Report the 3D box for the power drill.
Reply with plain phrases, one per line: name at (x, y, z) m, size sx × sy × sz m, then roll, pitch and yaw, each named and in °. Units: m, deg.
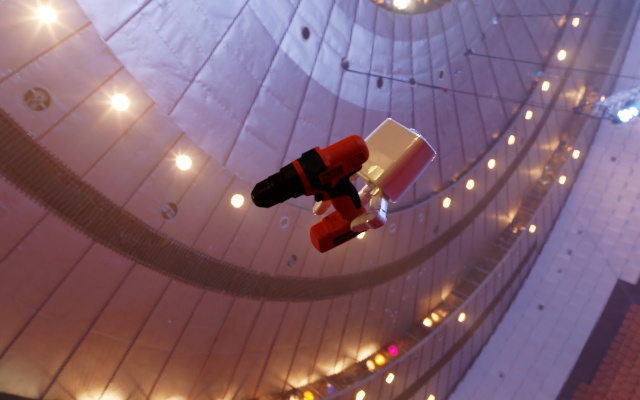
power drill at (0.000, 0.003, 0.742) m, size 0.184 × 0.057 × 0.188 m, roll -25°, pitch -40°, yaw -5°
